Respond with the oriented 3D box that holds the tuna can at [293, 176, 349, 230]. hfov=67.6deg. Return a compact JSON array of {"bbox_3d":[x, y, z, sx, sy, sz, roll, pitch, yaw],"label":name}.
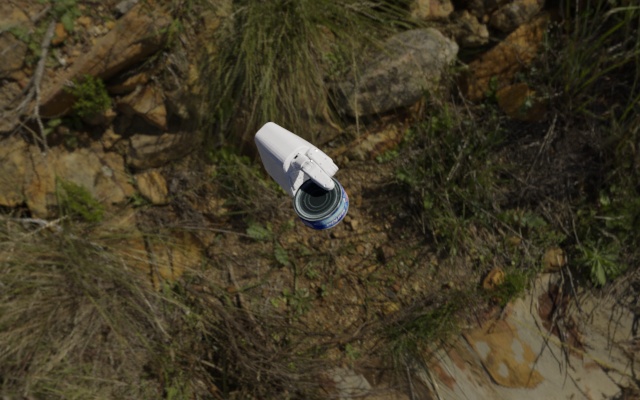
[{"bbox_3d":[0.000,0.002,0.770,0.086,0.086,0.034,0,-28,22],"label":"tuna can"}]
